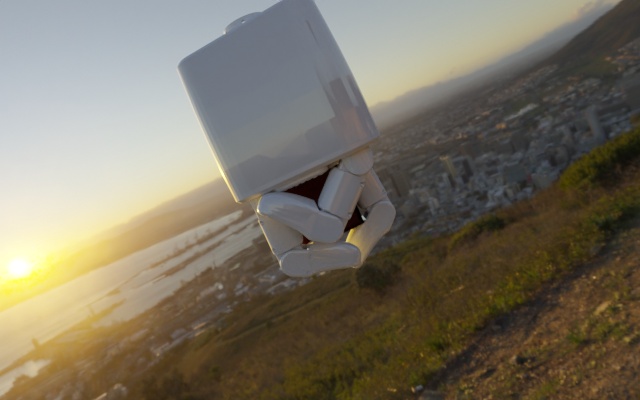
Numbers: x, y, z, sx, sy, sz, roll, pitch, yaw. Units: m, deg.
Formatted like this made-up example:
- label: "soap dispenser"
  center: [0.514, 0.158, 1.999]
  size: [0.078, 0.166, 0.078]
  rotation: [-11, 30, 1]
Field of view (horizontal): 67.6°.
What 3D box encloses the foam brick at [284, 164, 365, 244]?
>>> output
- label: "foam brick"
  center: [0.000, 0.001, 0.402]
  size: [0.053, 0.051, 0.078]
  rotation: [-26, 6, 1]
